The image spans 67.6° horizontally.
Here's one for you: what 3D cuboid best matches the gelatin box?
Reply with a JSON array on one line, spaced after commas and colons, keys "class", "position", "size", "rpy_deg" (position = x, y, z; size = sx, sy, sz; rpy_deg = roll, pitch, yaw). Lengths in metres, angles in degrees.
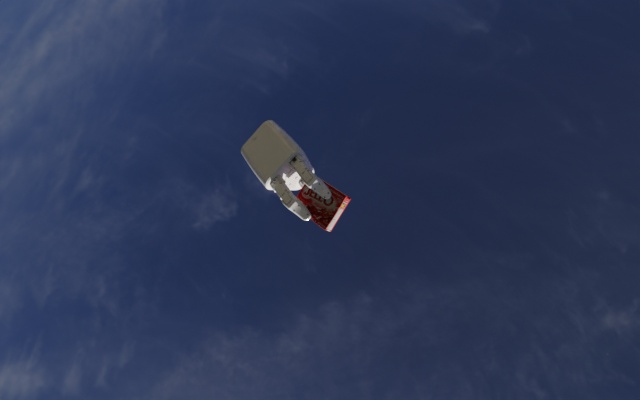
[{"class": "gelatin box", "position": [0.001, 0.003, 0.881], "size": [0.089, 0.073, 0.030], "rpy_deg": [34, 6, 26]}]
